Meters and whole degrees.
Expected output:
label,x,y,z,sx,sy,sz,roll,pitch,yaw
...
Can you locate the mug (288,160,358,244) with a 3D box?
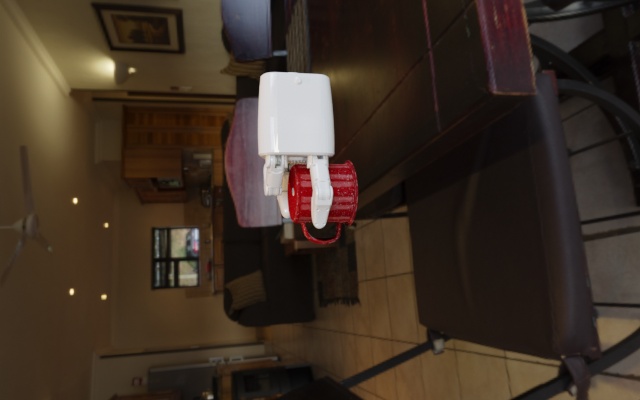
label,x,y,z,sx,sy,sz,roll,pitch,yaw
mug,0.000,0.004,0.664,0.081,0.117,0.093,-1,-3,-13
